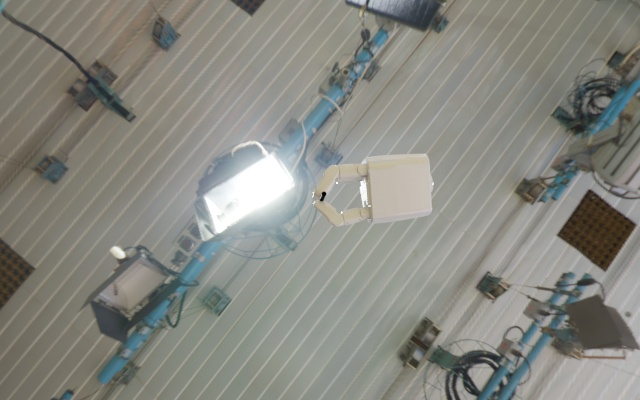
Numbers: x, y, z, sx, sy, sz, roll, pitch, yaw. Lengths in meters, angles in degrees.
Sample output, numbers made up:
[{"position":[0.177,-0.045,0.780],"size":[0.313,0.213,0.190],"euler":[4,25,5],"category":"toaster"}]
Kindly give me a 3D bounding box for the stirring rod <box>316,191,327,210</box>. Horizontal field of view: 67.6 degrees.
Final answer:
[{"position":[0.000,0.003,0.857],"size":[0.011,0.011,0.239],"euler":[0,-6,-3],"category":"stirring rod"}]
